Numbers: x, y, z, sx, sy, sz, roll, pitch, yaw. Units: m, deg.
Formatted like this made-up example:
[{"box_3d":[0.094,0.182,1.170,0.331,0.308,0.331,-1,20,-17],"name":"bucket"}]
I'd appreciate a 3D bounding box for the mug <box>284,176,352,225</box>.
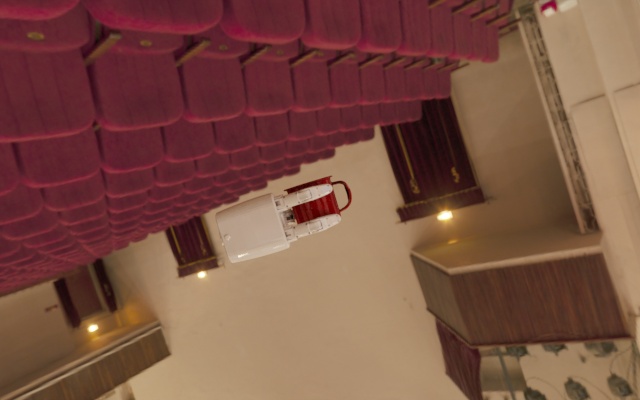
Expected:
[{"box_3d":[0.002,0.003,0.871,0.117,0.081,0.093,-17,2,4],"name":"mug"}]
